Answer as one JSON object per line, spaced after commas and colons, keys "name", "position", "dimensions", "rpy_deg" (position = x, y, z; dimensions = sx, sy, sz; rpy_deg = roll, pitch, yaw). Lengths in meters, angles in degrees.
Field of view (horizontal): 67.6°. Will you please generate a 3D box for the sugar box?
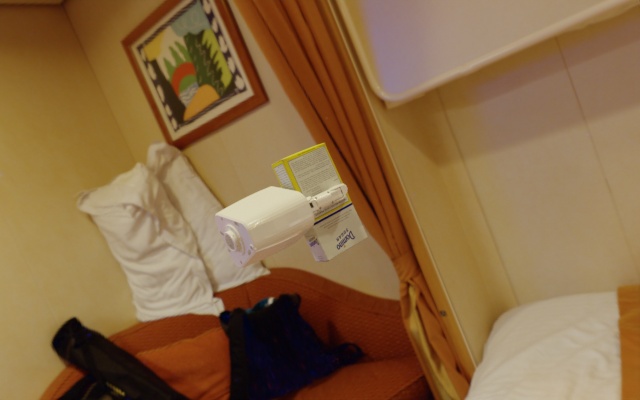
{"name": "sugar box", "position": [0.000, 0.003, 0.780], "dimensions": [0.093, 0.176, 0.048], "rpy_deg": [-26, 7, -33]}
